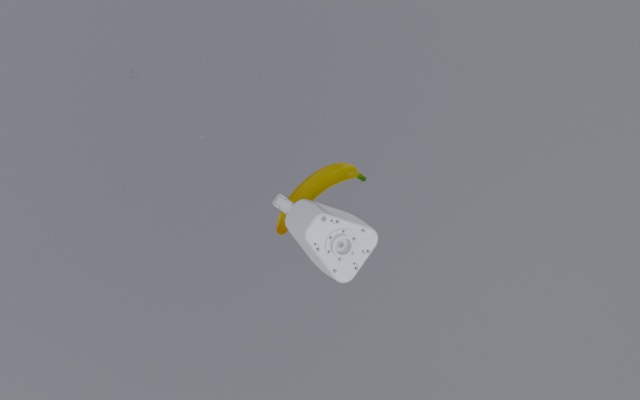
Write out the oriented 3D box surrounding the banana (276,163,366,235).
[{"bbox_3d":[-0.005,-0.015,0.851,0.198,0.070,0.037,-32,21,-13],"label":"banana"}]
